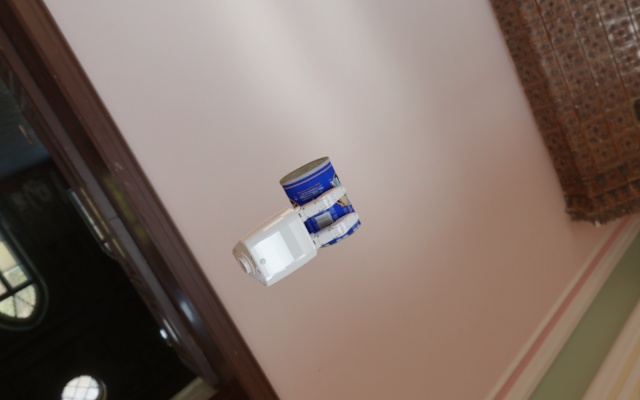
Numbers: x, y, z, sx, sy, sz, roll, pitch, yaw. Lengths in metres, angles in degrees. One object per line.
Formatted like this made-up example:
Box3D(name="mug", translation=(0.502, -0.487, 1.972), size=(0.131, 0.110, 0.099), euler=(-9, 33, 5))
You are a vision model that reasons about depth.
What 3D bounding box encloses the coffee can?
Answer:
Box3D(name="coffee can", translation=(0.000, 0.003, 0.892), size=(0.103, 0.140, 0.102), euler=(-26, 12, 6))
